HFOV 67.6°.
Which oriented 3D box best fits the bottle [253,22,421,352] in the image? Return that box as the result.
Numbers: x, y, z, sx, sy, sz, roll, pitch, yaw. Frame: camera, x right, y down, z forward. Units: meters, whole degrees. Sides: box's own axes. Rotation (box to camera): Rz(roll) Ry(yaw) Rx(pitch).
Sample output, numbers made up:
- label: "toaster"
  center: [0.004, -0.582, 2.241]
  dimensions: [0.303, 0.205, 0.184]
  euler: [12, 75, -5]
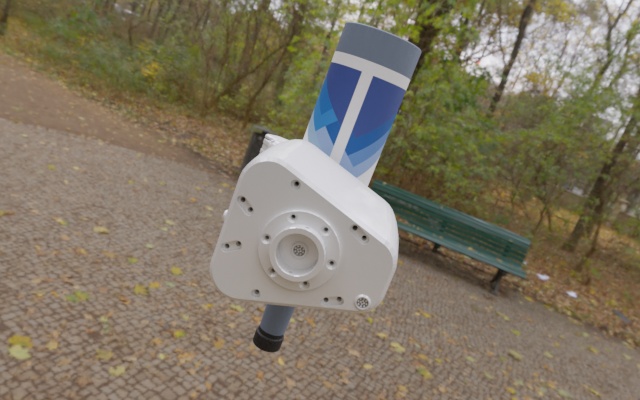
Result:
- label: "bottle"
  center: [0.000, 0.001, 0.420]
  dimensions: [0.069, 0.296, 0.069]
  euler: [20, 12, -4]
